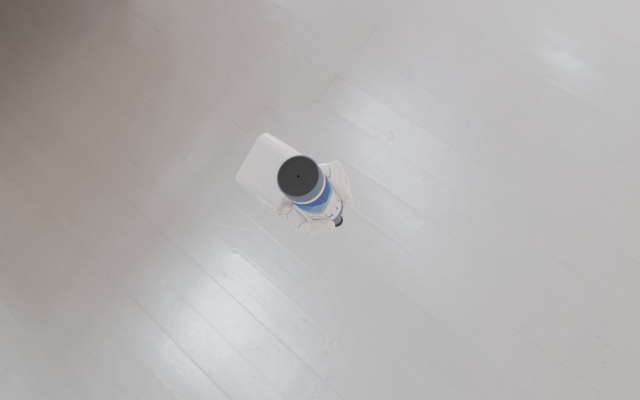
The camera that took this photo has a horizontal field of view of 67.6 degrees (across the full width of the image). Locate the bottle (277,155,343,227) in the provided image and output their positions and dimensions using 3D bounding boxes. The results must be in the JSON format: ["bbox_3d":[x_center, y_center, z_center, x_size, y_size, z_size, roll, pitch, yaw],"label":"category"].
[{"bbox_3d":[0.000,0.003,0.830,0.069,0.069,0.296,0,-15,13],"label":"bottle"}]
